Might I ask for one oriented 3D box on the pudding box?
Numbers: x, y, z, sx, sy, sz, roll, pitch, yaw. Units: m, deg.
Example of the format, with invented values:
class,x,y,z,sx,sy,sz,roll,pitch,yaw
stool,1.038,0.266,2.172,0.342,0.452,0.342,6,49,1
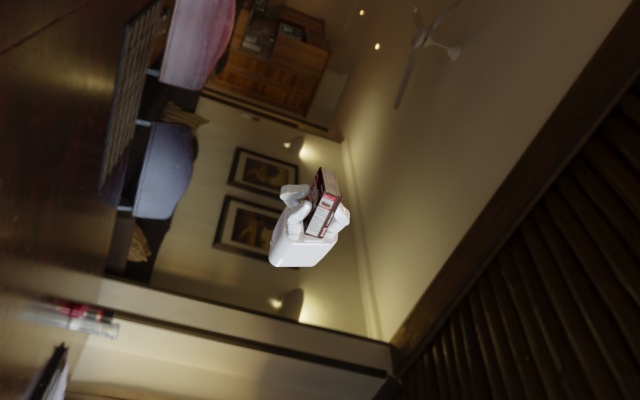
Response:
class,x,y,z,sx,sy,sz,roll,pitch,yaw
pudding box,0.000,0.003,0.851,0.039,0.090,0.113,18,23,-15
